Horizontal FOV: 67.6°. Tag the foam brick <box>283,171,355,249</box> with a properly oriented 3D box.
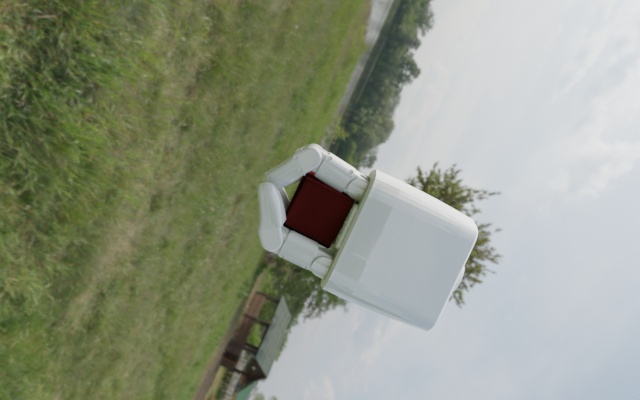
[{"bbox_3d":[0.000,0.001,0.460,0.051,0.053,0.078,26,18,-2],"label":"foam brick"}]
